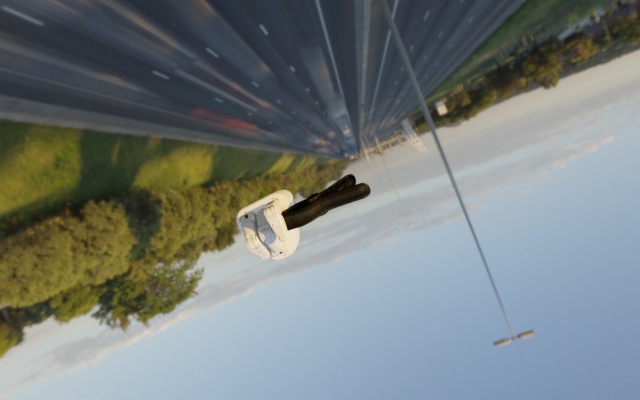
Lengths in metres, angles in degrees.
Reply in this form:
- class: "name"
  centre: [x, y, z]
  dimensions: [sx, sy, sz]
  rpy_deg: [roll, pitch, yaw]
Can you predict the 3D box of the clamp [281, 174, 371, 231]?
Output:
- class: "clamp"
  centre: [0.000, 0.003, 0.807]
  dimensions: [0.171, 0.039, 0.120]
  rpy_deg: [-23, 8, 6]
